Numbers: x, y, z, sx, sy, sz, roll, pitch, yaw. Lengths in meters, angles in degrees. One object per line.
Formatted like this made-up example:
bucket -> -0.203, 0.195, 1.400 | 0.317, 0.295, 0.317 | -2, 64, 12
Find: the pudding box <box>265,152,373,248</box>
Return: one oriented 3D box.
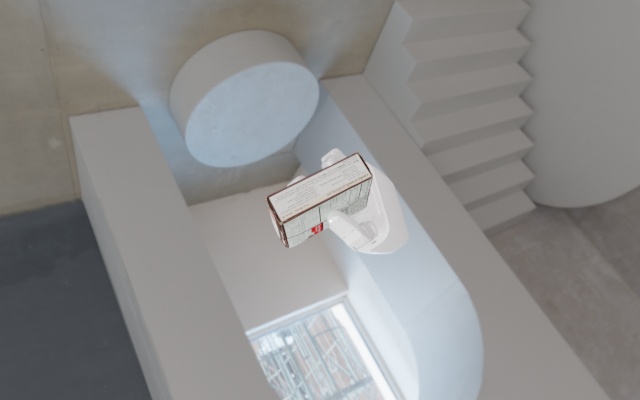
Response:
pudding box -> 0.000, 0.002, 0.529 | 0.113, 0.039, 0.090 | -29, -20, -11
